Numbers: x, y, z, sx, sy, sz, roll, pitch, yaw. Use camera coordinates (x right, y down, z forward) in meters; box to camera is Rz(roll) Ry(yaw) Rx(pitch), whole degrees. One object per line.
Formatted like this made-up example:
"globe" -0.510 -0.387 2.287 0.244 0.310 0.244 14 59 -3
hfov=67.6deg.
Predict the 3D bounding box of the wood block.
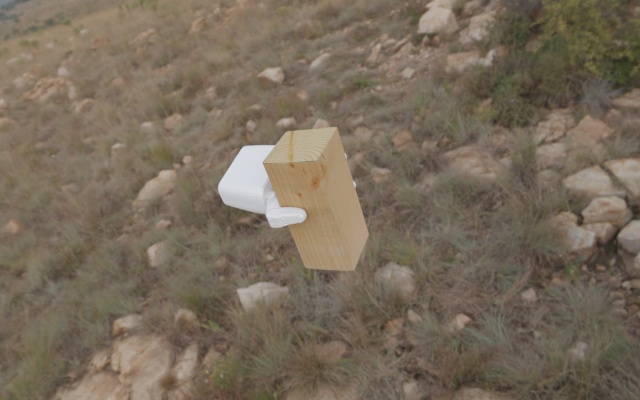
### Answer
"wood block" 0.000 0.002 0.735 0.090 0.206 0.090 0 38 27
